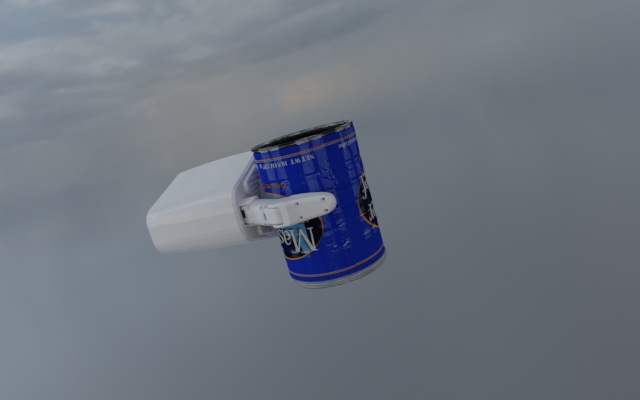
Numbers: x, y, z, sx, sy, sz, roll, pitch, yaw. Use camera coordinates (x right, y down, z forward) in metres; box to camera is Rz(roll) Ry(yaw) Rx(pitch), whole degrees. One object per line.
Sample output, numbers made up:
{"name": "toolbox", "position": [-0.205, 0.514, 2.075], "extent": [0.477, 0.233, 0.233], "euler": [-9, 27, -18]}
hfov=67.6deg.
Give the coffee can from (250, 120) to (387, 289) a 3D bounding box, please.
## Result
{"name": "coffee can", "position": [0.000, 0.002, 0.476], "extent": [0.103, 0.140, 0.102], "euler": [-15, 13, 3]}
